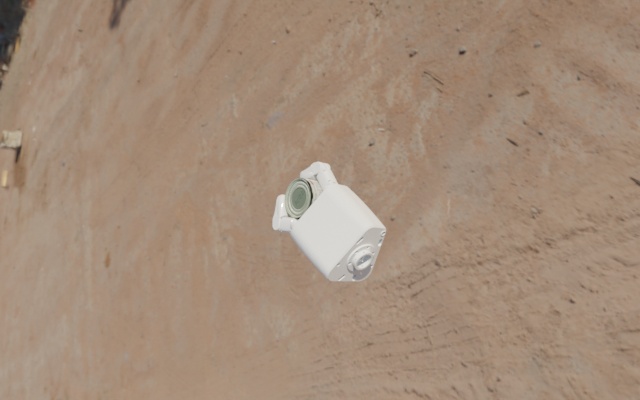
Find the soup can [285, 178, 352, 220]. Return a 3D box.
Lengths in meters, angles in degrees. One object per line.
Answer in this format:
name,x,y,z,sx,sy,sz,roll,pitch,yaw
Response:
soup can,0.000,0.002,0.789,0.102,0.068,0.068,9,-6,-42
